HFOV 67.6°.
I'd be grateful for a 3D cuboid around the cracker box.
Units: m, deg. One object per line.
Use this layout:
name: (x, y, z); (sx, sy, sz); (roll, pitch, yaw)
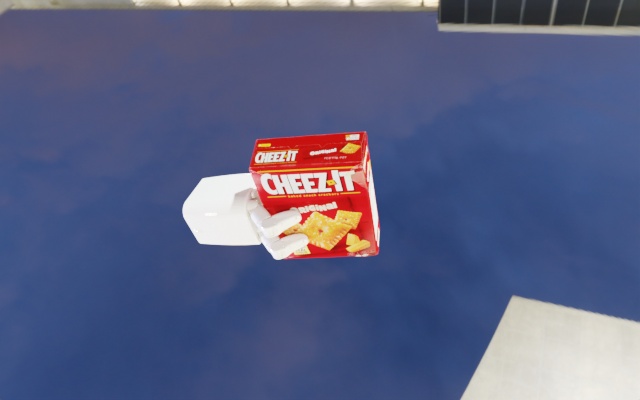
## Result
cracker box: (0.000, 0.002, 0.735); (0.164, 0.072, 0.214); (-3, -43, 11)
